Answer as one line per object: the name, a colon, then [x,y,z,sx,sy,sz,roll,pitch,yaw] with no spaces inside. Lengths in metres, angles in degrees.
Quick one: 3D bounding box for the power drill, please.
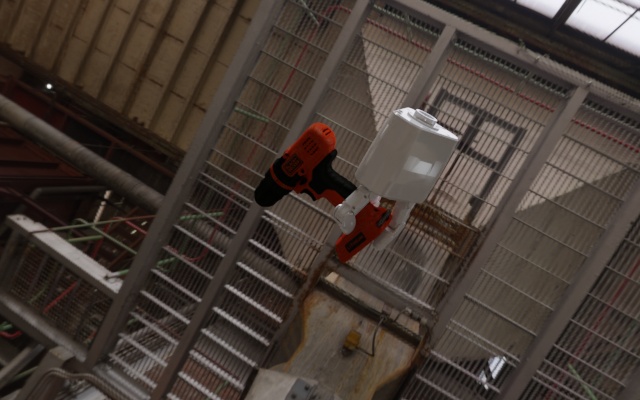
power drill: [0.001,0.003,0.724,0.184,0.187,0.057,-43,1,39]
